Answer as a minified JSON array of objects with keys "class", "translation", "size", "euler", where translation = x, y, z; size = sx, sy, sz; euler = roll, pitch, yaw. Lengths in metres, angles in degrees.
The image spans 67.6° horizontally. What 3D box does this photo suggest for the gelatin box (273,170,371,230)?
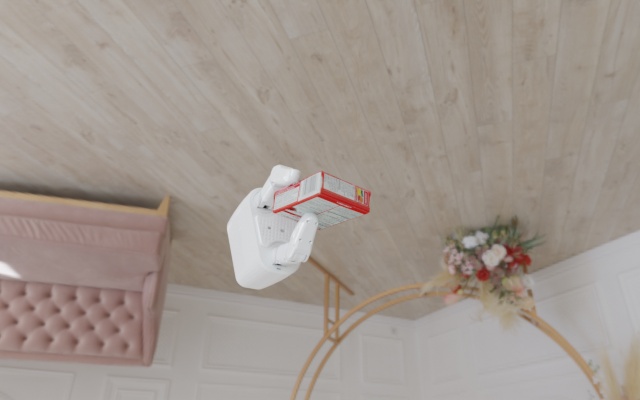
[{"class":"gelatin box","translation":[0.000,0.002,0.539],"size":[0.073,0.030,0.089],"euler":[21,-28,-35]}]
